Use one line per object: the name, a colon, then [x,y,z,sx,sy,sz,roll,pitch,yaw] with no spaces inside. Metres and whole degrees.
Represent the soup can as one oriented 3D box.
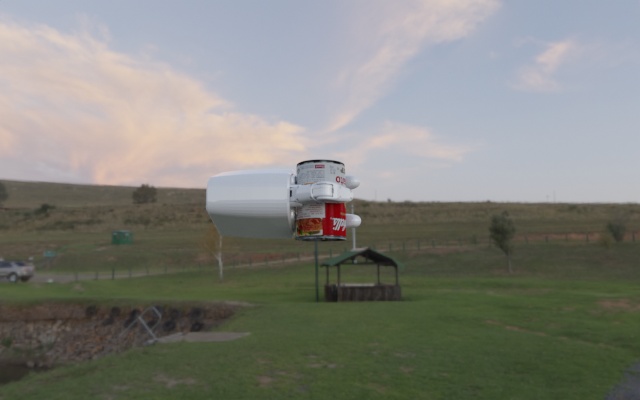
soup can: [0.001,0.002,0.637,0.068,0.102,0.068,0,-9,0]
